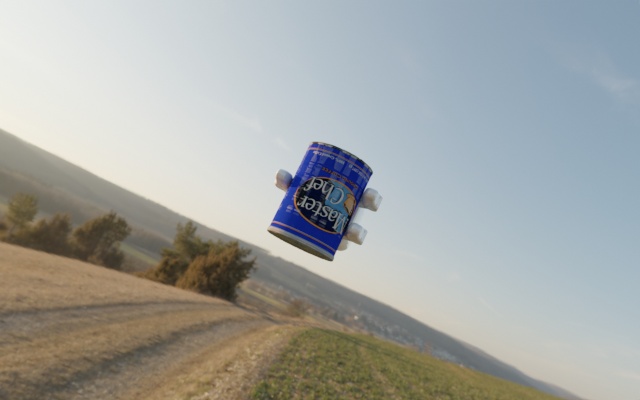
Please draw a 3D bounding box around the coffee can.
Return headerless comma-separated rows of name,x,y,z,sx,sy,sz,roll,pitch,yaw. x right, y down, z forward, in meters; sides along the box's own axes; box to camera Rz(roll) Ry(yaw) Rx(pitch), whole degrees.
coffee can,0.000,0.002,0.680,0.103,0.140,0.103,25,-10,5
